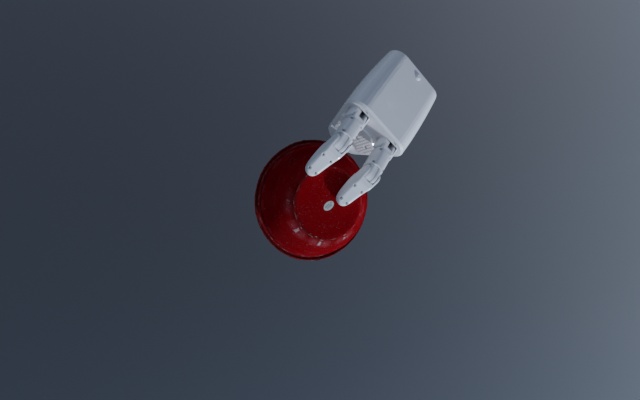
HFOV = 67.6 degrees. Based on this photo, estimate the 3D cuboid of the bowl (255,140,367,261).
[{"bbox_3d":[0.000,0.003,0.613,0.162,0.162,0.055,0,5,-22],"label":"bowl"}]
